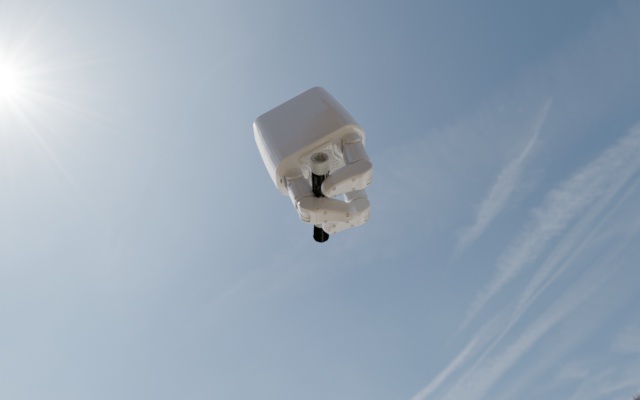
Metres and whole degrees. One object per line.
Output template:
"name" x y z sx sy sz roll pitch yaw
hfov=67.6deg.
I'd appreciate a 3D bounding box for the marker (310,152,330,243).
"marker" 0.000 0.002 0.515 0.020 0.121 0.020 -1 43 1
